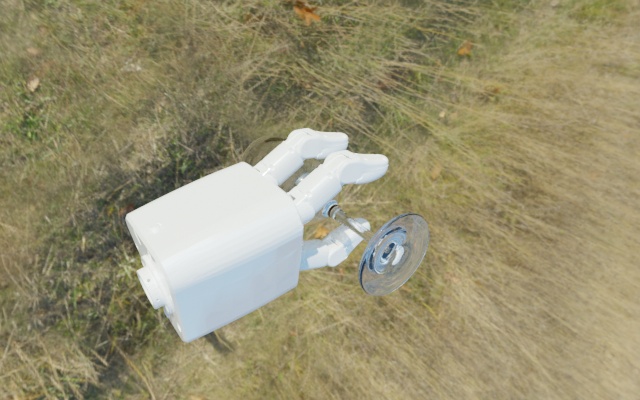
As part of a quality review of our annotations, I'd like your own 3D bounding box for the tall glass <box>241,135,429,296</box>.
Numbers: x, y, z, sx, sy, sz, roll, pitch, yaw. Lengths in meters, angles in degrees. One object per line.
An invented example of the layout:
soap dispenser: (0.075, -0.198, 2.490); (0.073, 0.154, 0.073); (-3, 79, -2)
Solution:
tall glass: (0.001, 0.002, 0.440); (0.079, 0.079, 0.201); (0, 25, -40)
